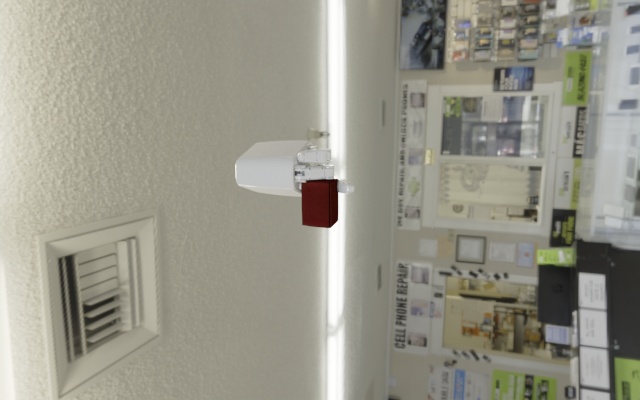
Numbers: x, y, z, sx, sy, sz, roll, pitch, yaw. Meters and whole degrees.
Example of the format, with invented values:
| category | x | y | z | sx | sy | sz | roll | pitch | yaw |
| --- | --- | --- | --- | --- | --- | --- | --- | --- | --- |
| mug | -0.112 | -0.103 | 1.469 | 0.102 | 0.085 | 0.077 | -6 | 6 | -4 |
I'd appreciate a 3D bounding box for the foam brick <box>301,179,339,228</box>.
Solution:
| category | x | y | z | sx | sy | sz | roll | pitch | yaw |
| --- | --- | --- | --- | --- | --- | --- | --- | --- | --- |
| foam brick | 0.000 | 0.003 | 0.811 | 0.051 | 0.078 | 0.053 | 2 | 11 | 17 |
